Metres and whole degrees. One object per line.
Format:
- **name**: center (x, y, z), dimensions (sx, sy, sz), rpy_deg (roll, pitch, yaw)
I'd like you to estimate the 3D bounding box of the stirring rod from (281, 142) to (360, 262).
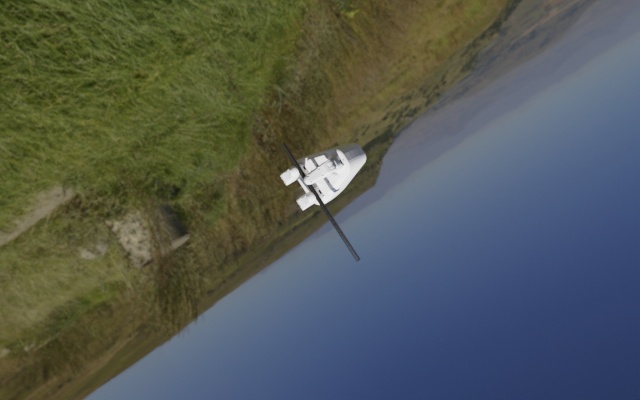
- **stirring rod**: center (0.000, 0.003, 0.824), dimensions (0.011, 0.239, 0.011), rpy_deg (-33, -1, 0)
